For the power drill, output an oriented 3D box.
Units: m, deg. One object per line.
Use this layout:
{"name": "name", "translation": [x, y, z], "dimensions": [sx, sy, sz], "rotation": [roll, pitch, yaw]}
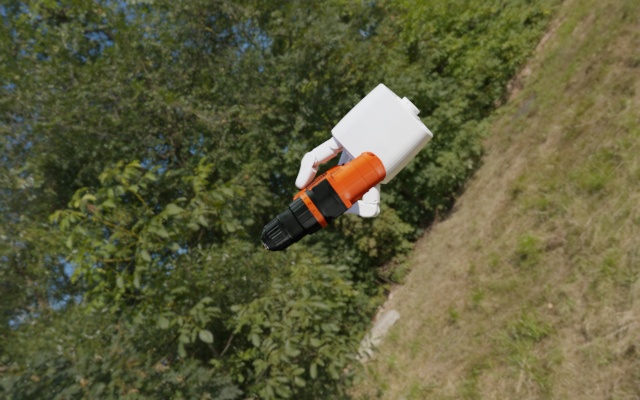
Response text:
{"name": "power drill", "translation": [0.000, 0.002, 0.679], "dimensions": [0.184, 0.057, 0.187], "rotation": [-34, 4, -1]}
